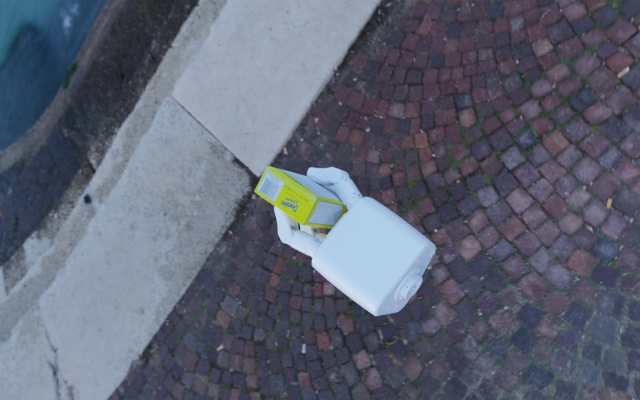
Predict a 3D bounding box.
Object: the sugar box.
[{"bbox_3d":[0.000,0.003,0.664,0.093,0.048,0.176,34,9,31],"label":"sugar box"}]
